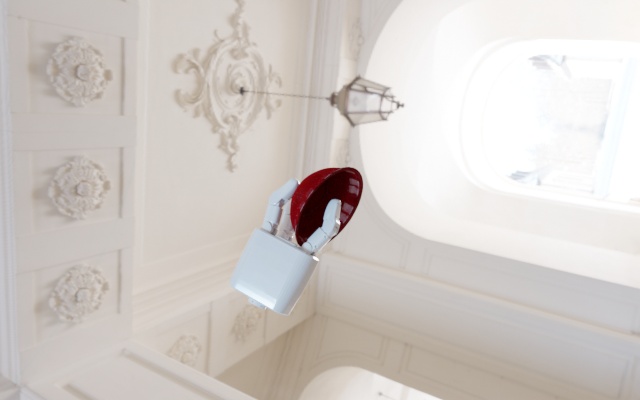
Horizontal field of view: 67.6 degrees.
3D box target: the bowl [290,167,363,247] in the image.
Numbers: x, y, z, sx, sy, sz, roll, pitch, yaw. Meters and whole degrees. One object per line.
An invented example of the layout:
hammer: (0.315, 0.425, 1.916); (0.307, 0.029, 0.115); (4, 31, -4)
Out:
bowl: (0.001, 0.002, 0.819); (0.055, 0.162, 0.162); (36, 21, 31)
